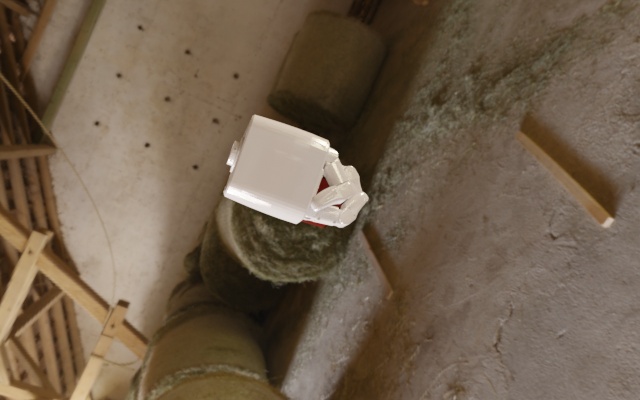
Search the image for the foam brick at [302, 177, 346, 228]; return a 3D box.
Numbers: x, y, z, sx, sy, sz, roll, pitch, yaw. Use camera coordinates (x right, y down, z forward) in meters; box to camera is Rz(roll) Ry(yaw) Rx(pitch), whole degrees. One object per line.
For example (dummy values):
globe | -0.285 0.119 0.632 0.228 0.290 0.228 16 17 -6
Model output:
foam brick | 0.000 0.002 0.693 0.051 0.053 0.078 16 -19 -14
